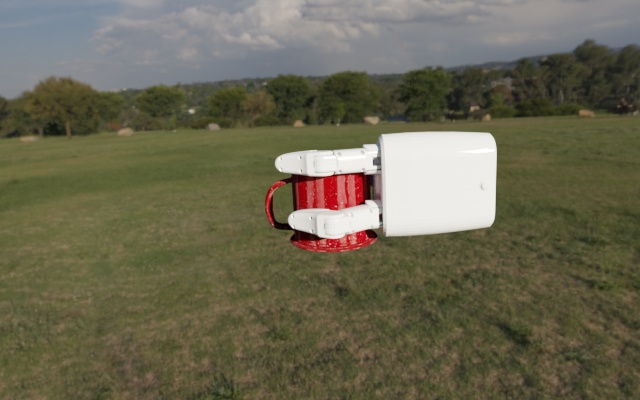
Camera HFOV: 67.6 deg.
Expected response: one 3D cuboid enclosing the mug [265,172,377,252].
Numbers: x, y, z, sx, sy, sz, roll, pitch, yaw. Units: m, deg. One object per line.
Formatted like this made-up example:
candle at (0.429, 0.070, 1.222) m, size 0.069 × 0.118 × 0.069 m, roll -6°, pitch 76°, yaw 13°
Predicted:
mug at (-0.001, 0.001, 0.503) m, size 0.117 × 0.081 × 0.093 m, roll -3°, pitch 13°, yaw 1°
